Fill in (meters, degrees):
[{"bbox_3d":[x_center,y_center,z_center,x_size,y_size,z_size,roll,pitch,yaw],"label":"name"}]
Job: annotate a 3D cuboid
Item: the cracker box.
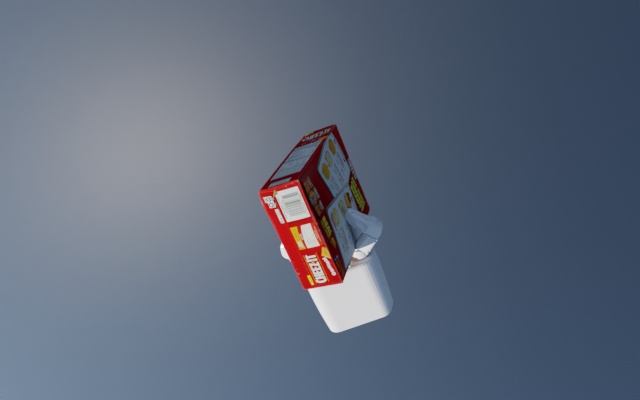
[{"bbox_3d":[0.000,0.002,0.720,0.072,0.164,0.213,-14,23,23],"label":"cracker box"}]
